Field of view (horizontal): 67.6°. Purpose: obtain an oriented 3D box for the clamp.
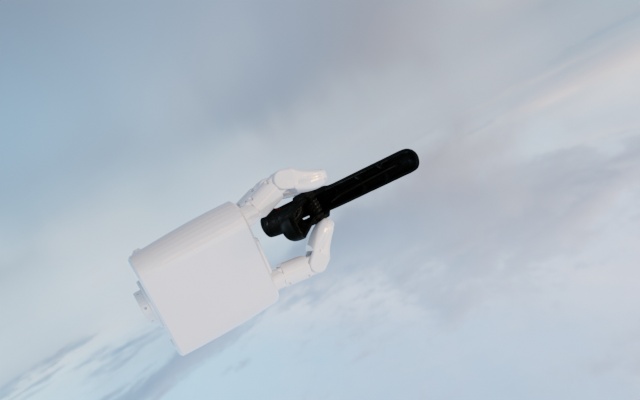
[{"bbox_3d":[0.000,0.003,0.517,0.164,0.036,0.210,-28,4,-23],"label":"clamp"}]
